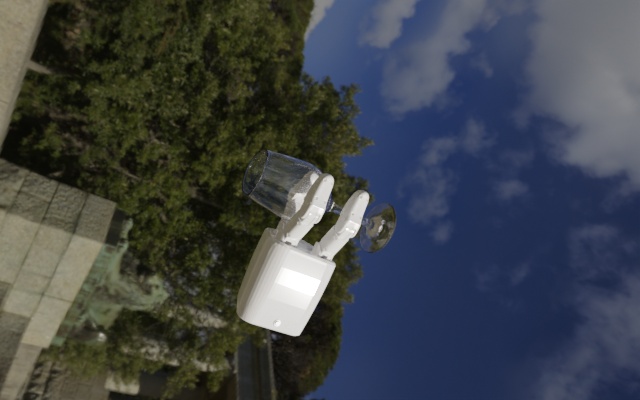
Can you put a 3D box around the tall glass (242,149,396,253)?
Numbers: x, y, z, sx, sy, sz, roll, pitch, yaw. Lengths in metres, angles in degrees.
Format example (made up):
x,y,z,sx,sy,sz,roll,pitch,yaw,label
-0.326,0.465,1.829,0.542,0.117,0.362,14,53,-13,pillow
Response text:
x,y,z,sx,sy,sz,roll,pitch,yaw,label
0.001,0.002,0.622,0.201,0.079,0.079,25,-12,-27,tall glass
